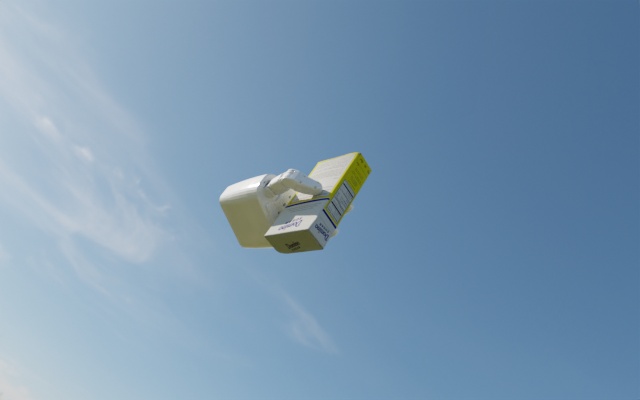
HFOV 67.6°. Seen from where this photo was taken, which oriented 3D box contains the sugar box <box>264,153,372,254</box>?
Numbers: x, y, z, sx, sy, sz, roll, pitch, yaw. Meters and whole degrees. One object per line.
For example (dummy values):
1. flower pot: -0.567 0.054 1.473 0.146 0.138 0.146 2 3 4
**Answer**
1. sugar box: 0.000 0.003 0.712 0.093 0.048 0.176 -11 36 43
